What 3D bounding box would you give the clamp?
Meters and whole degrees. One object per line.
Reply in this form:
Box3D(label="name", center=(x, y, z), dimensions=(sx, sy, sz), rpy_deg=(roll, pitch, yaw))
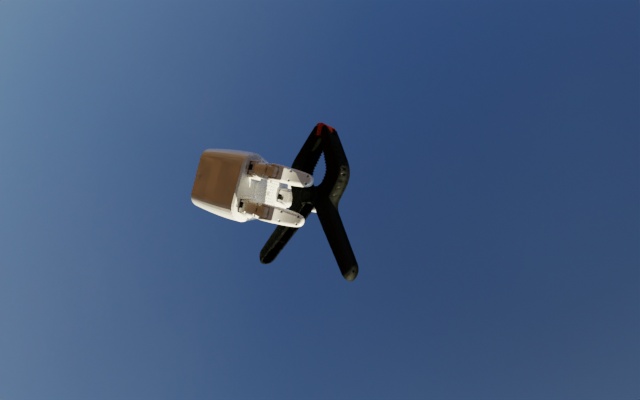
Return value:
Box3D(label="clamp", center=(0.001, 0.002, 0.640), dimensions=(0.164, 0.210, 0.036), rpy_deg=(13, -1, 39))
